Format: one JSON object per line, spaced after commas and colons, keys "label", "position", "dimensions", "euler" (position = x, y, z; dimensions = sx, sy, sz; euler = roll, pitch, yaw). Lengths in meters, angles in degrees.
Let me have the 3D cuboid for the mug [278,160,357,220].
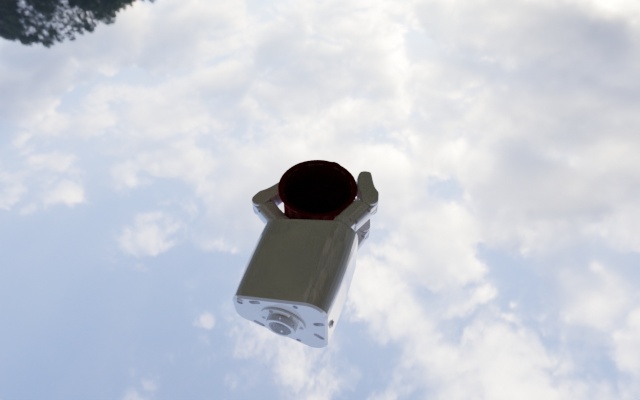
{"label": "mug", "position": [0.000, 0.001, 0.596], "dimensions": [0.093, 0.117, 0.082], "euler": [15, -40, 12]}
